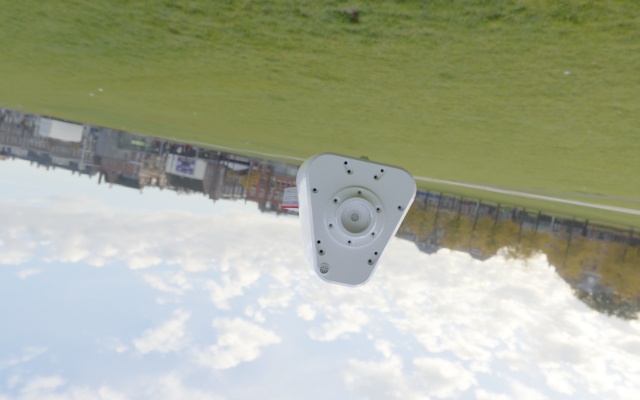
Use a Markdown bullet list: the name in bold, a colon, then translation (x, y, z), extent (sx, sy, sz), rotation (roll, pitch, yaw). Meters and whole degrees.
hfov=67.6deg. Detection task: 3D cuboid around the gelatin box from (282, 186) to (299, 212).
- **gelatin box**: translation (0.000, 0.002, 0.571), extent (0.073, 0.030, 0.089), rotation (12, -5, -18)
